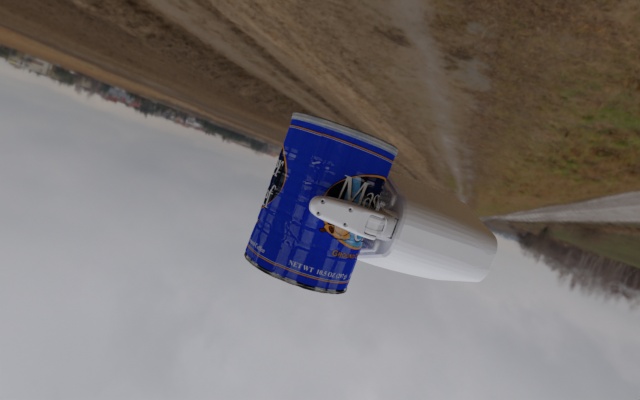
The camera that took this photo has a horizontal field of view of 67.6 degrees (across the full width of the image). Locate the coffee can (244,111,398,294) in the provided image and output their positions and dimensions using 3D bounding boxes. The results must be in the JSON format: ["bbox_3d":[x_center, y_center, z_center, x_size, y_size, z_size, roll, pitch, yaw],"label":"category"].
[{"bbox_3d":[0.000,0.001,0.445,0.103,0.140,0.103,20,4,-1],"label":"coffee can"}]
